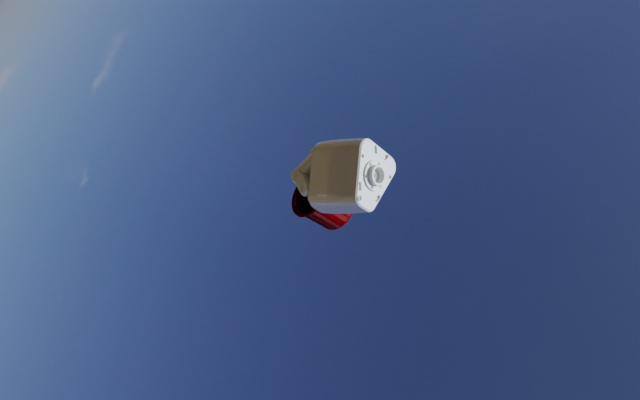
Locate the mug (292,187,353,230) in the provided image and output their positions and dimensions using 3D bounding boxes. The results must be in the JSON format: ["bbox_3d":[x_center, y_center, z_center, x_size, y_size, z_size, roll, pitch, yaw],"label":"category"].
[{"bbox_3d":[-0.001,0.003,0.878,0.081,0.093,0.117,31,-20,-37],"label":"mug"}]
